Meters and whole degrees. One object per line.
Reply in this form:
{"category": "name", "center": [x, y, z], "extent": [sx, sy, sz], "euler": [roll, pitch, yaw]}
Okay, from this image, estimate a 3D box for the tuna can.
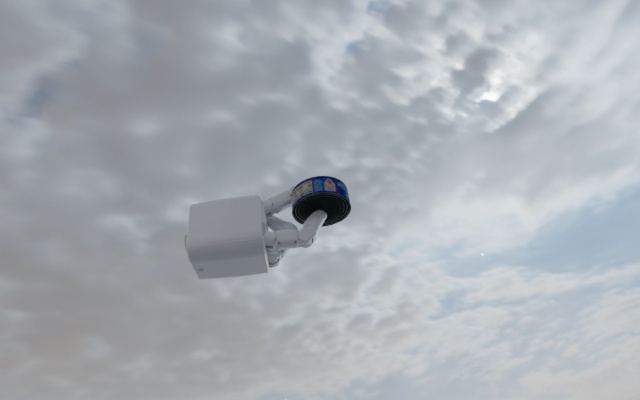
{"category": "tuna can", "center": [0.000, 0.002, 0.697], "extent": [0.086, 0.033, 0.086], "euler": [-5, -35, -3]}
